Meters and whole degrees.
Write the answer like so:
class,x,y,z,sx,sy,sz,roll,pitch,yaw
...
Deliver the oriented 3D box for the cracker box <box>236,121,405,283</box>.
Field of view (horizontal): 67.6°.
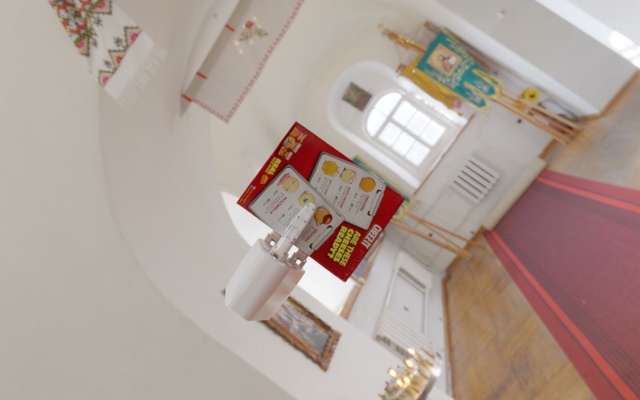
class,x,y,z,sx,sy,sz,roll,pitch,yaw
cracker box,0.000,0.002,0.772,0.213,0.164,0.072,36,-1,4
